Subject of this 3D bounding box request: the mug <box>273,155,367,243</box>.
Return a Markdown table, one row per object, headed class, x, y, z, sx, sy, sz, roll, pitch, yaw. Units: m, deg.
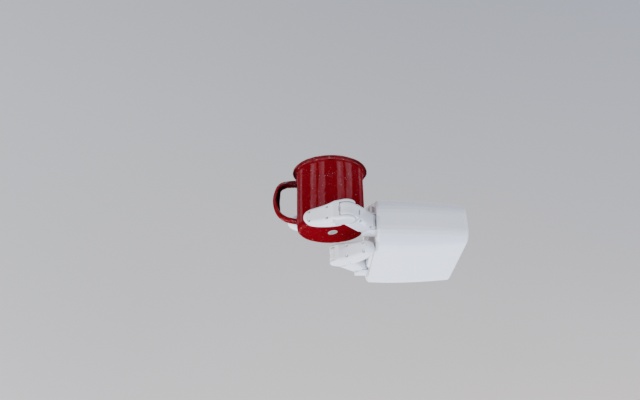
| class | x | y | z | sx | sy | sz | roll | pitch | yaw |
| --- | --- | --- | --- | --- | --- | --- | --- | --- | --- |
| mug | -0.001 | 0.002 | 0.585 | 0.117 | 0.081 | 0.093 | 0 | -24 | -2 |
